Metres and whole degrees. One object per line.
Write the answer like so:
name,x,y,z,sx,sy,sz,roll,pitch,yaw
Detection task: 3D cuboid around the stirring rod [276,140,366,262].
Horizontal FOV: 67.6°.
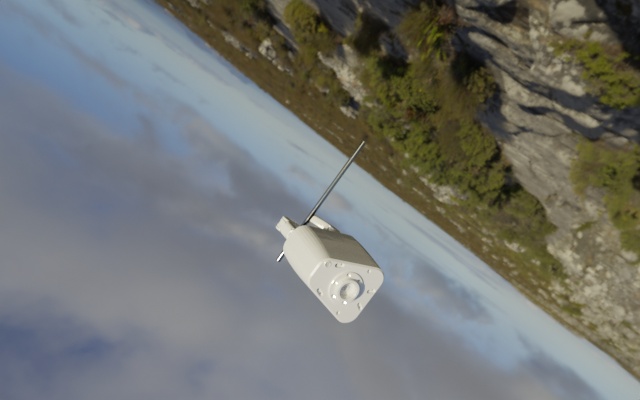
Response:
stirring rod,0.000,0.002,0.779,0.011,0.239,0.011,36,5,-3
